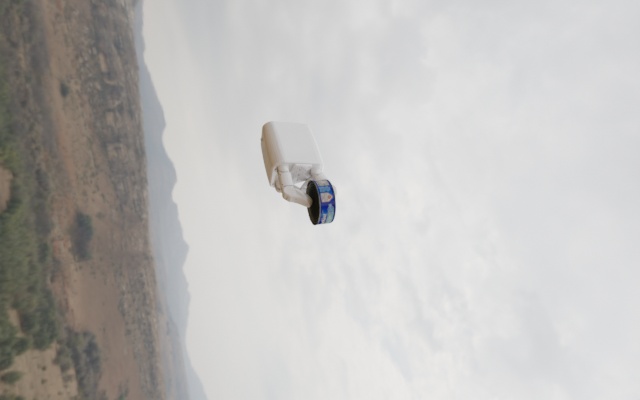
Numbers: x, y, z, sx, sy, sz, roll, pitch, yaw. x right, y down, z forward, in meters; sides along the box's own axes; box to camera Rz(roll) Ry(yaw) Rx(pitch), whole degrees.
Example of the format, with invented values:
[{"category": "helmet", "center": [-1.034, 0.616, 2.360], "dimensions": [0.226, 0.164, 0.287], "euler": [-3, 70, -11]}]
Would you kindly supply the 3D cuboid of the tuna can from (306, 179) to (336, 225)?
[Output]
[{"category": "tuna can", "center": [0.001, 0.003, 0.900], "dimensions": [0.034, 0.086, 0.086], "euler": [-6, 2, -17]}]
